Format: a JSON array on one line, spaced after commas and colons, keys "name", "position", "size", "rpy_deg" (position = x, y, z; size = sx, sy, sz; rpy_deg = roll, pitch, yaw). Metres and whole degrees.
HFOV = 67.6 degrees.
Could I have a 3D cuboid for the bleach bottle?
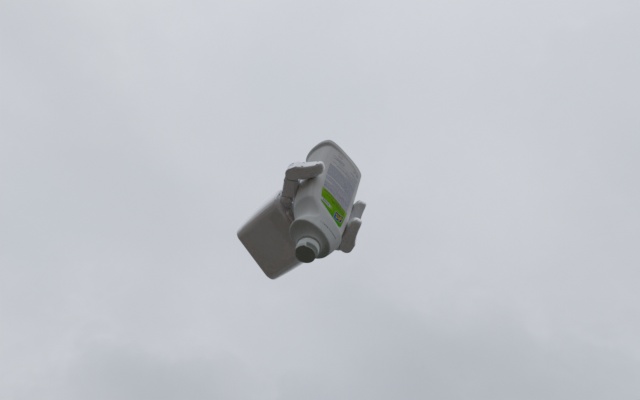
[{"name": "bleach bottle", "position": [0.000, 0.002, 0.727], "size": [0.068, 0.102, 0.250], "rpy_deg": [-37, 16, 29]}]
